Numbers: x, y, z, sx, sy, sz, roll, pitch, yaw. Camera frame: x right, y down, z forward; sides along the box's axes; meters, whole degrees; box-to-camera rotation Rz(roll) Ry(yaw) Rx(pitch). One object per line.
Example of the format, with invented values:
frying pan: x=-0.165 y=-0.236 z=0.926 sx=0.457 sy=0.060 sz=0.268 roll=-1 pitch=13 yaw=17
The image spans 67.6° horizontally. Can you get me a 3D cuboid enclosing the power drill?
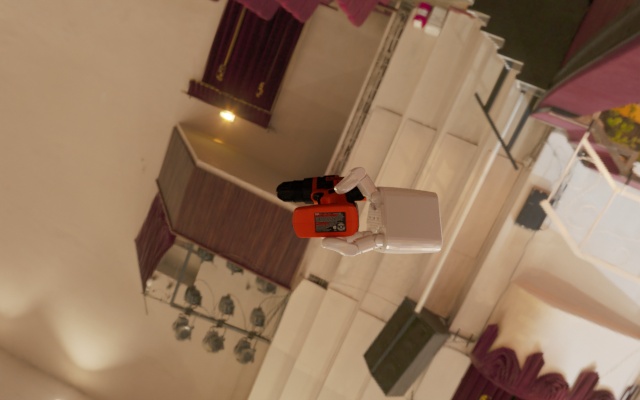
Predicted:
power drill: x=0.000 y=0.003 z=0.845 sx=0.184 sy=0.057 sz=0.187 roll=-4 pitch=21 yaw=7
